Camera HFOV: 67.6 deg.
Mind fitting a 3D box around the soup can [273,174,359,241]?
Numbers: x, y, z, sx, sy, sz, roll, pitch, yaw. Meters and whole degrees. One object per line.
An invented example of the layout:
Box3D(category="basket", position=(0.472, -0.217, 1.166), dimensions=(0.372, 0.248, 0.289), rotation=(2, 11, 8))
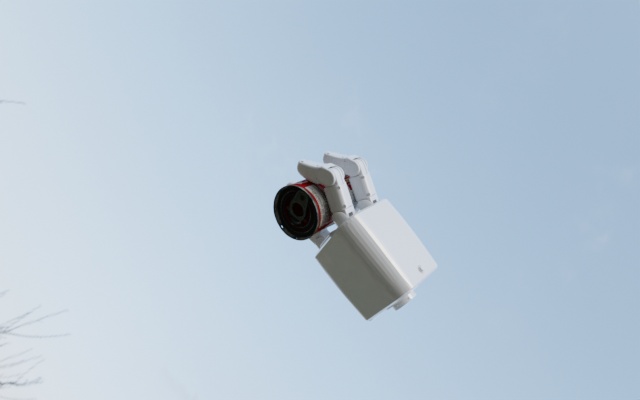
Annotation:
Box3D(category="soup can", position=(0.000, 0.002, 0.596), dimensions=(0.068, 0.068, 0.102), rotation=(0, 15, 38))
